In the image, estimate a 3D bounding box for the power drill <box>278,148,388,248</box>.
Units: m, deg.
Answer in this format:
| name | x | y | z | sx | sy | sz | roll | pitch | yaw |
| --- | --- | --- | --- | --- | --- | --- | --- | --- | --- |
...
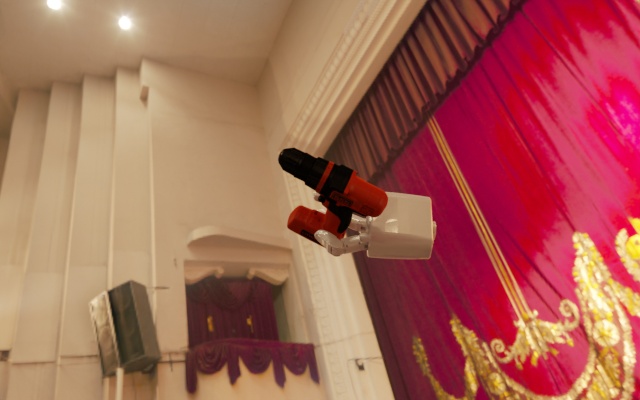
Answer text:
| name | x | y | z | sx | sy | sz | roll | pitch | yaw |
| --- | --- | --- | --- | --- | --- | --- | --- | --- | --- |
| power drill | 0.000 | 0.003 | 0.799 | 0.184 | 0.057 | 0.188 | 28 | -32 | -1 |
